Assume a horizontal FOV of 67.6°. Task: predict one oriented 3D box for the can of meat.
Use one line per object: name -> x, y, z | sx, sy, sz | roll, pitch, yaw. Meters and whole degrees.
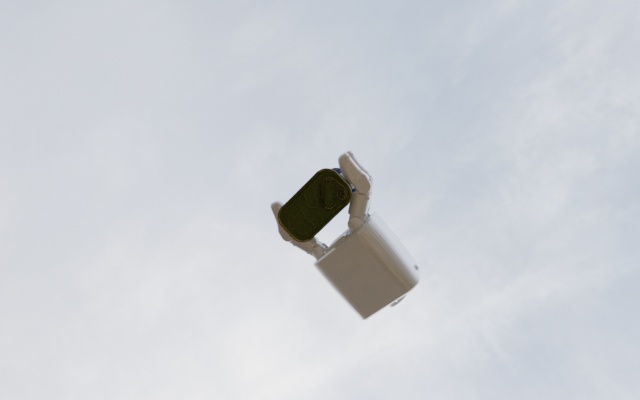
can of meat -> 0.000, 0.002, 0.646 | 0.102, 0.057, 0.084 | -44, -3, 13
